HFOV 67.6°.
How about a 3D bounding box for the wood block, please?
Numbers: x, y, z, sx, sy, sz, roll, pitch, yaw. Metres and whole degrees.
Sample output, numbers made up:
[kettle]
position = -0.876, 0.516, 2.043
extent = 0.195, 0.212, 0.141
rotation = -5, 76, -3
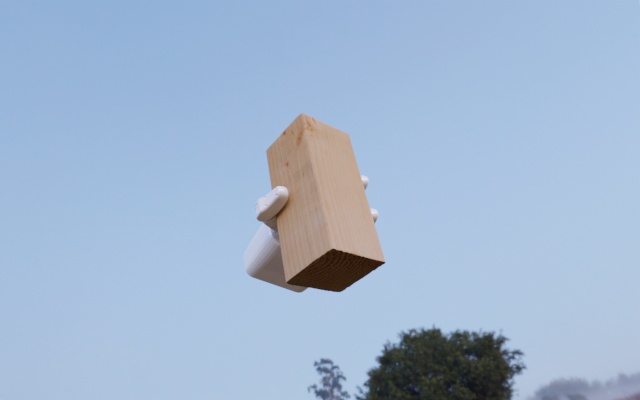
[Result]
[wood block]
position = 0.000, 0.002, 0.619
extent = 0.091, 0.206, 0.090
rotation = 17, -44, -37
